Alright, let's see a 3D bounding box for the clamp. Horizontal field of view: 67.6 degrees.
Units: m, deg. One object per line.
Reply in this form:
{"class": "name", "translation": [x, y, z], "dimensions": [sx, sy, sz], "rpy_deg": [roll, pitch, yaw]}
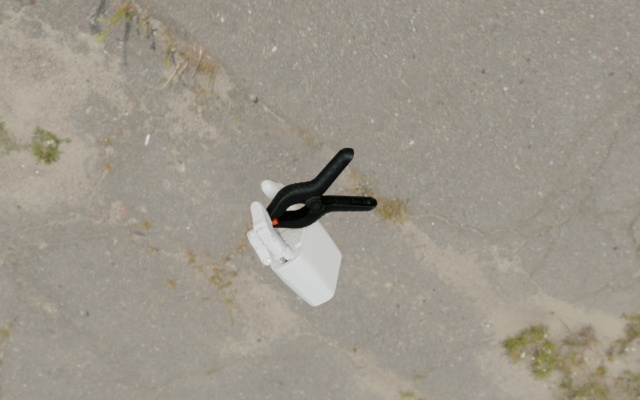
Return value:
{"class": "clamp", "translation": [0.000, 0.003, 0.714], "dimensions": [0.171, 0.120, 0.039], "rpy_deg": [-28, 33, 15]}
